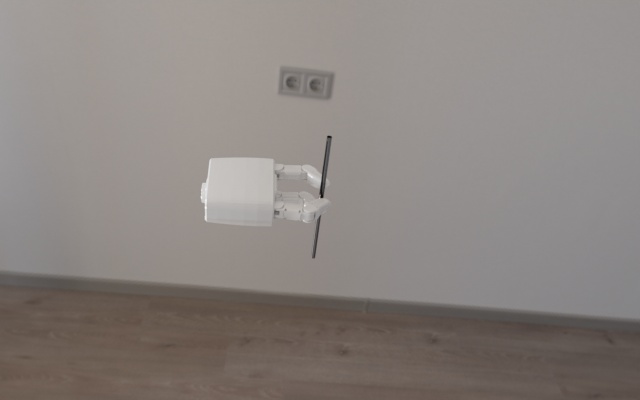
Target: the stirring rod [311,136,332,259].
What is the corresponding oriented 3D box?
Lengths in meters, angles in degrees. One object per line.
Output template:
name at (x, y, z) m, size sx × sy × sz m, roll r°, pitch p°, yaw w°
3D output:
stirring rod at (0.000, 0.003, 0.790) m, size 0.011 × 0.240 × 0.011 m, roll 5°, pitch 34°, yaw -4°
